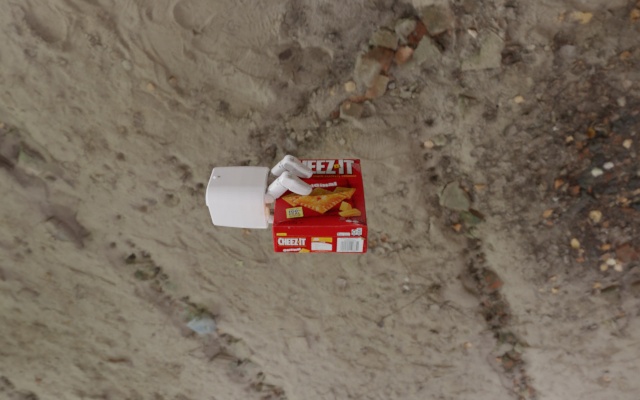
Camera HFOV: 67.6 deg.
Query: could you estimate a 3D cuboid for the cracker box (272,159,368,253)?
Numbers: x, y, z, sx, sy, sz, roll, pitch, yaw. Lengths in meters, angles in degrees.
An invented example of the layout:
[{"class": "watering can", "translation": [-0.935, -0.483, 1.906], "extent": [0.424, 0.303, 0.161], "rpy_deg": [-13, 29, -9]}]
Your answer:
[{"class": "cracker box", "translation": [0.000, 0.003, 0.896], "extent": [0.164, 0.072, 0.213], "rpy_deg": [0, 38, 0]}]
